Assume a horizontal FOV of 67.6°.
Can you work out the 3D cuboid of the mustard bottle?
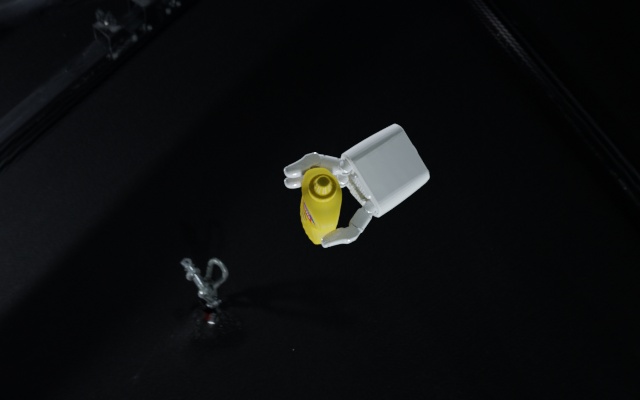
[{"bbox_3d":[0.000,0.003,0.746,0.058,0.096,0.192,-9,-17,-6],"label":"mustard bottle"}]
